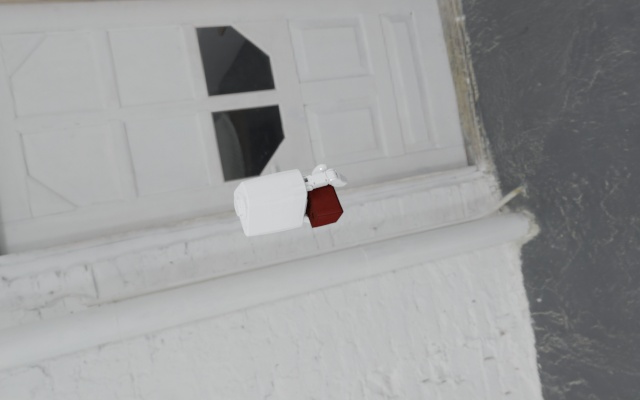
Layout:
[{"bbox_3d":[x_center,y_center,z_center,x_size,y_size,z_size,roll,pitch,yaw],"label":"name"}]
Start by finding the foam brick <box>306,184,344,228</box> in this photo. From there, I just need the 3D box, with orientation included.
[{"bbox_3d":[0.000,0.003,0.871,0.051,0.078,0.053,-13,-23,-20],"label":"foam brick"}]
